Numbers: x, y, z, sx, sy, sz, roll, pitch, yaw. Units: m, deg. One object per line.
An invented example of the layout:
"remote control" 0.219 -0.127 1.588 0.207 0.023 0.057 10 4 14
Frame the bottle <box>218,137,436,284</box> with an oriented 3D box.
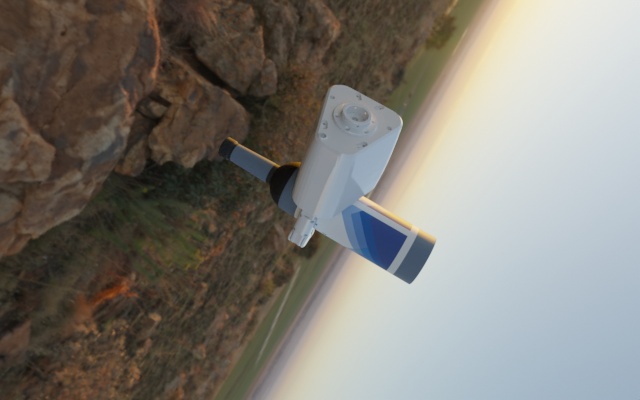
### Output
"bottle" 0.000 0.002 0.608 0.295 0.069 0.069 30 4 7
